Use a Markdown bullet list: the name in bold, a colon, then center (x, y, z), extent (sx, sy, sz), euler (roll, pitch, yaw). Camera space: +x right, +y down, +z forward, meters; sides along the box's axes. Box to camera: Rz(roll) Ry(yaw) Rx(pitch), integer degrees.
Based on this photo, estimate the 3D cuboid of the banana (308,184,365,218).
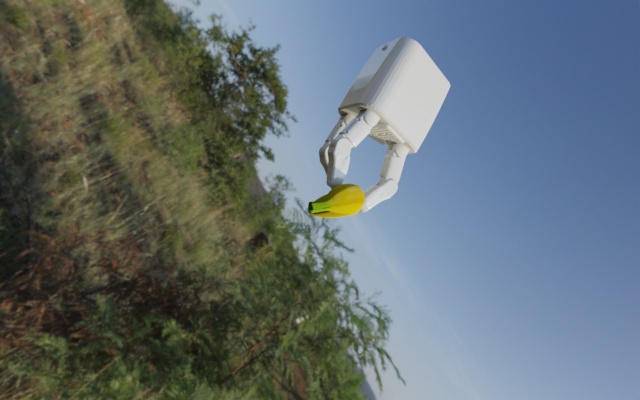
- **banana**: center (0.019, 0.001, 0.601), extent (0.069, 0.037, 0.198), euler (-1, -4, -1)
